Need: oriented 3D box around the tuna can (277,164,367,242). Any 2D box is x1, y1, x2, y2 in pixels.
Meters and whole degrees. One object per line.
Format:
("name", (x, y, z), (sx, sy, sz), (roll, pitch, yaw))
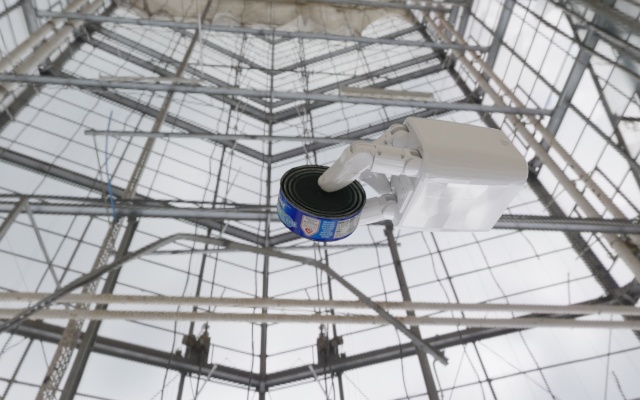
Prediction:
("tuna can", (0.000, 0.002, 0.472), (0.086, 0.034, 0.086), (9, 36, -7))
